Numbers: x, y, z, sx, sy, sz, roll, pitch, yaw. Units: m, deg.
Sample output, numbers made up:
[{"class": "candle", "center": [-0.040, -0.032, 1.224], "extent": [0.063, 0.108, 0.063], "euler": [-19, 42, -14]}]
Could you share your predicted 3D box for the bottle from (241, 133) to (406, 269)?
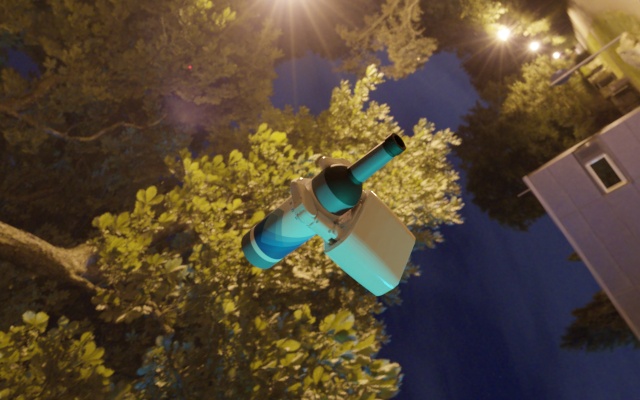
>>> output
[{"class": "bottle", "center": [0.000, 0.002, 0.676], "extent": [0.296, 0.069, 0.069], "euler": [-38, -23, 32]}]
